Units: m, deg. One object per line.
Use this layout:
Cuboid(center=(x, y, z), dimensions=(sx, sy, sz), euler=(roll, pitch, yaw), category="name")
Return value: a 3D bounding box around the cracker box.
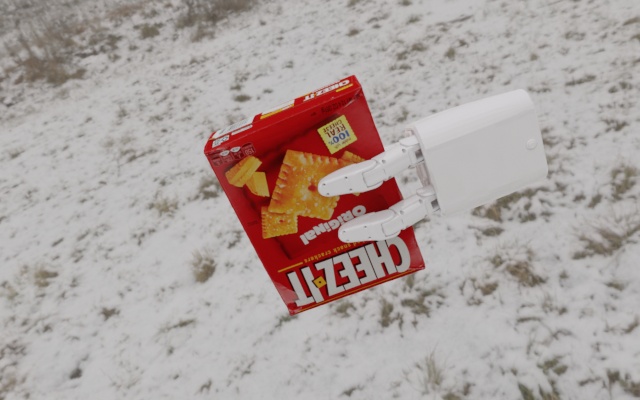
Cuboid(center=(0.000, 0.001, 0.505), dimensions=(0.164, 0.214, 0.072), euler=(-21, 24, 7), category="cracker box")
